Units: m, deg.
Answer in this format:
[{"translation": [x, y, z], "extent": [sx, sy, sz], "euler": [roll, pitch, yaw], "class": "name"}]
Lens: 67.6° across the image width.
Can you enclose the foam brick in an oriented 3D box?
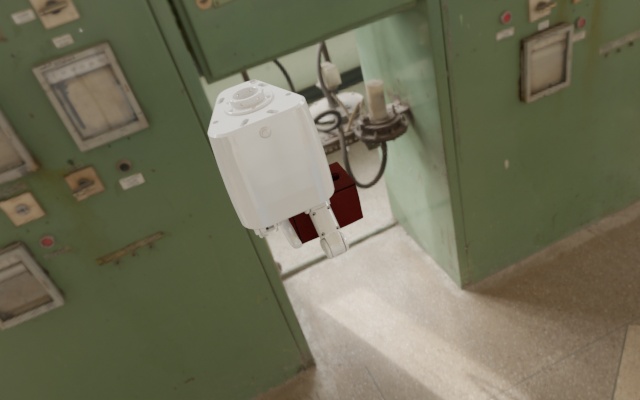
[{"translation": [0.000, 0.002, 0.529], "extent": [0.078, 0.051, 0.053], "euler": [-23, 37, -9], "class": "foam brick"}]
